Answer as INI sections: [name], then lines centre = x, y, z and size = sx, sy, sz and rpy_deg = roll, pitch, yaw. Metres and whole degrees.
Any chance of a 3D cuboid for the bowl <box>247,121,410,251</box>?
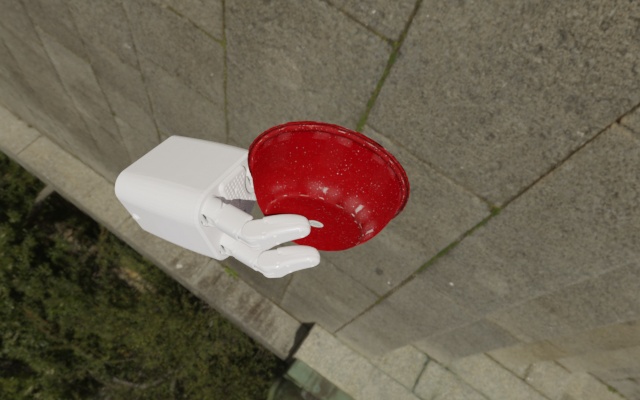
[bowl]
centre = 0.001, 0.002, 0.450
size = 0.162, 0.055, 0.162
rpy_deg = 11, -34, 8
